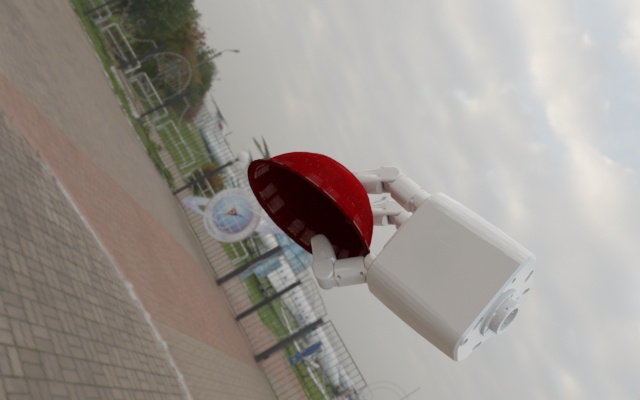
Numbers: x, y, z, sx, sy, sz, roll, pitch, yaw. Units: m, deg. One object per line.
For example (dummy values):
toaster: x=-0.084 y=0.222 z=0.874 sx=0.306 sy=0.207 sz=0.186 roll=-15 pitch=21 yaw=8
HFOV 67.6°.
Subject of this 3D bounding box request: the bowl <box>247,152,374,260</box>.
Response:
bowl: x=-0.001 y=0.001 z=0.508 sx=0.055 sy=0.162 sz=0.162 roll=-49 pitch=25 yaw=-24
